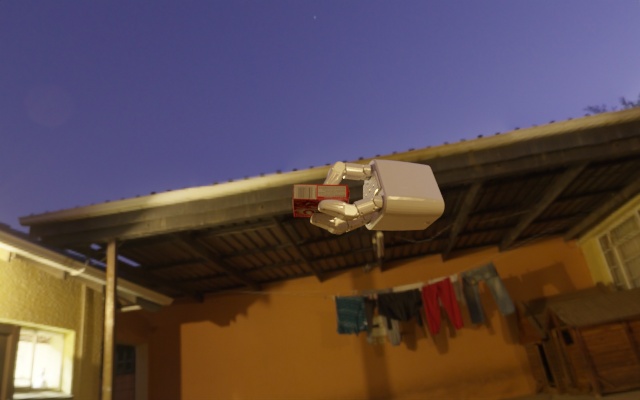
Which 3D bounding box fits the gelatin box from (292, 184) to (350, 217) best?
[{"bbox_3d":[0.000,0.002,0.775,0.089,0.030,0.073,1,-24,-1],"label":"gelatin box"}]
